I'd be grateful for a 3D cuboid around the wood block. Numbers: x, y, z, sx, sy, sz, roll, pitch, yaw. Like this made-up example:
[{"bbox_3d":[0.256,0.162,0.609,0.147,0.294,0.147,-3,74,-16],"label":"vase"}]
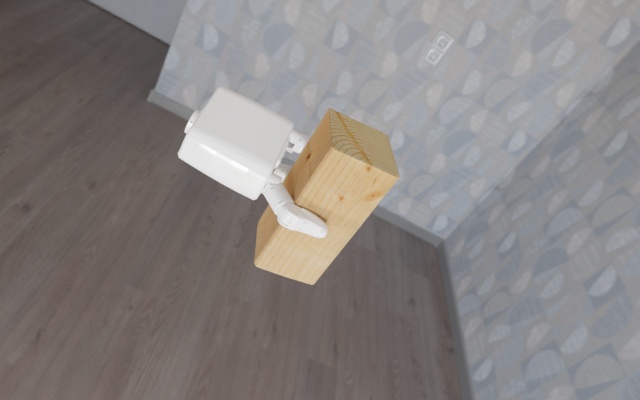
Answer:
[{"bbox_3d":[0.000,0.002,0.609,0.090,0.206,0.090,22,36,-19],"label":"wood block"}]
